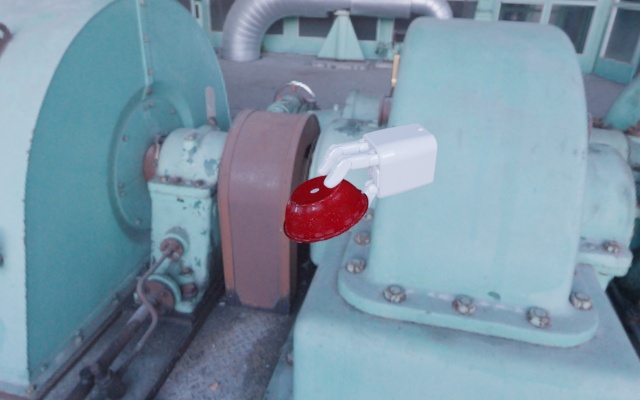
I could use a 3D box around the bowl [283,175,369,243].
[{"bbox_3d":[-0.001,0.003,0.833,0.162,0.055,0.162,-17,30,10],"label":"bowl"}]
